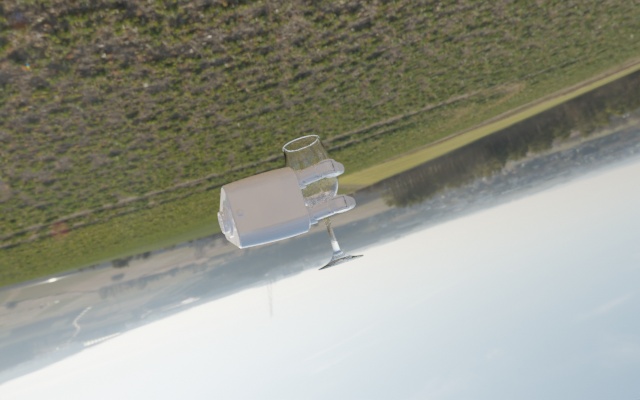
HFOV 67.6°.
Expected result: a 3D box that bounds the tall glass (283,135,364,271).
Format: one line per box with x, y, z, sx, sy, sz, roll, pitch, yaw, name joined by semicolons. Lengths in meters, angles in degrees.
0.000;0.003;0.743;0.079;0.201;0.079;-18;-7;-2;tall glass
